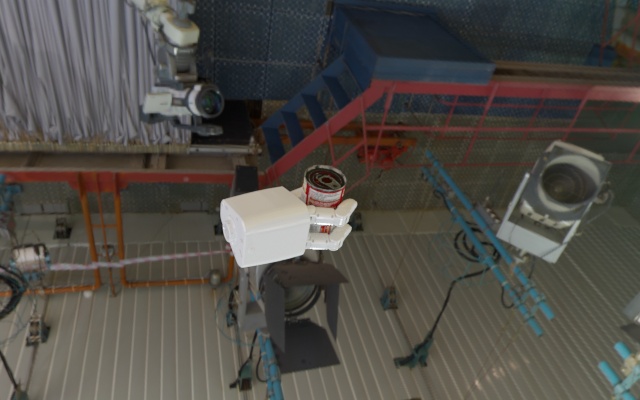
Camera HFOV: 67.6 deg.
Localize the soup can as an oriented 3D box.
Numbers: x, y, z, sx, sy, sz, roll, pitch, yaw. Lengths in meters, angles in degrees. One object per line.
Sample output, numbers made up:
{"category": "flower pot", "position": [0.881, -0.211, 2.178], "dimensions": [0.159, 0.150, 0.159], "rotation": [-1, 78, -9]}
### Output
{"category": "soup can", "position": [0.000, 0.003, 0.779], "dimensions": [0.068, 0.102, 0.068], "rotation": [7, 38, -6]}
